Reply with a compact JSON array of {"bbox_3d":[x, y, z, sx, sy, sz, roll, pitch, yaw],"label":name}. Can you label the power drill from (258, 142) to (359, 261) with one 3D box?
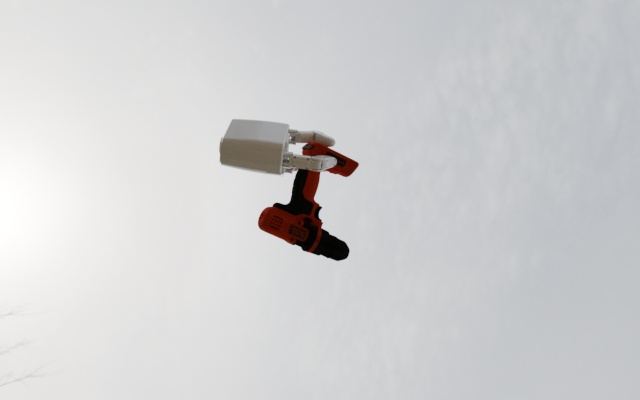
[{"bbox_3d":[0.000,0.002,0.869,0.184,0.187,0.057,25,-7,-22],"label":"power drill"}]
